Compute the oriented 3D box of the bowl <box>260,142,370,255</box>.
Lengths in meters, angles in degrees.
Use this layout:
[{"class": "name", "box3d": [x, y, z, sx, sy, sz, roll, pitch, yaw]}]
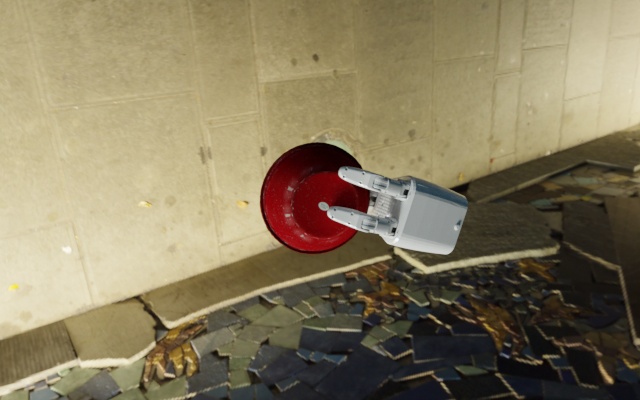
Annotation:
[{"class": "bowl", "box3d": [-0.001, 0.002, 0.654, 0.162, 0.162, 0.055, 0, 9, -14]}]
